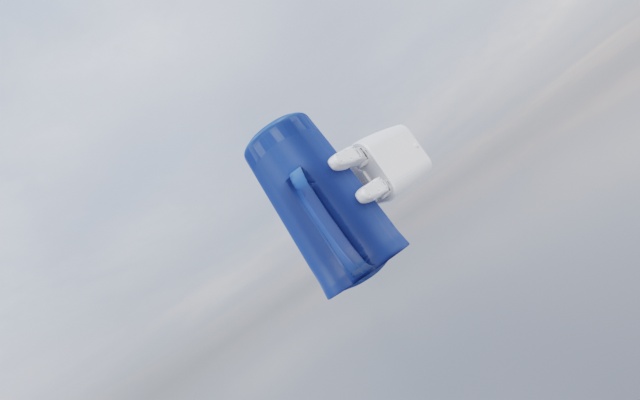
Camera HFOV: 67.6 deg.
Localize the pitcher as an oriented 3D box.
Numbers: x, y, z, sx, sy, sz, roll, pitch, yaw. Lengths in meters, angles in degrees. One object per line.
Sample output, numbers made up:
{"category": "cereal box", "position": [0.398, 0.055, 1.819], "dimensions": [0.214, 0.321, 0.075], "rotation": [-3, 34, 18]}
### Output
{"category": "pitcher", "position": [0.000, 0.002, 0.648], "dimensions": [0.145, 0.243, 0.149], "rotation": [-29, -10, -38]}
